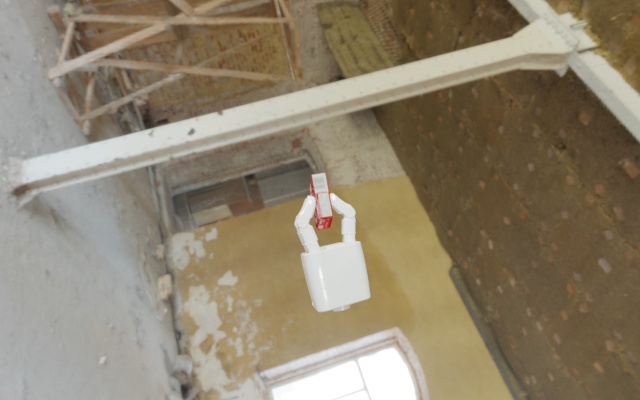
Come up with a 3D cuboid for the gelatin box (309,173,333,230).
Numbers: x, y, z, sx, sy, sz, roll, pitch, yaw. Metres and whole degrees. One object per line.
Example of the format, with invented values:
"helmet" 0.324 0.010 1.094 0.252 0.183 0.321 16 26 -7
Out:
"gelatin box" 0.001 0.003 0.891 0.030 0.089 0.073 -8 -17 -7
